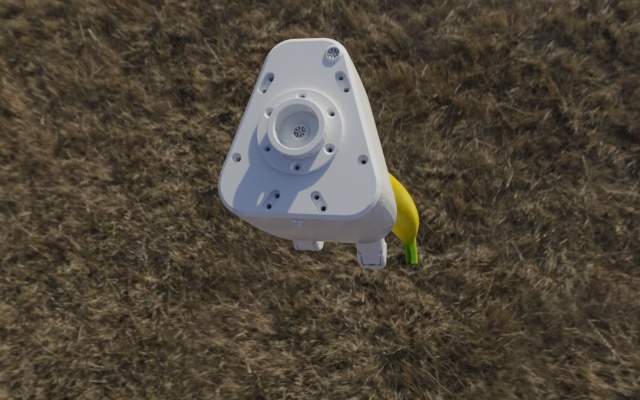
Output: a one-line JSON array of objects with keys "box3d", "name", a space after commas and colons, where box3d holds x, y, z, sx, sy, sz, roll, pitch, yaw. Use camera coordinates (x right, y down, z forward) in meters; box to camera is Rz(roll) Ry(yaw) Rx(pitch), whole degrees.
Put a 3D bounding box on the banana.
[{"box3d": [0.011, -0.014, 0.439, 0.198, 0.069, 0.037, 27, 5, 13], "name": "banana"}]
